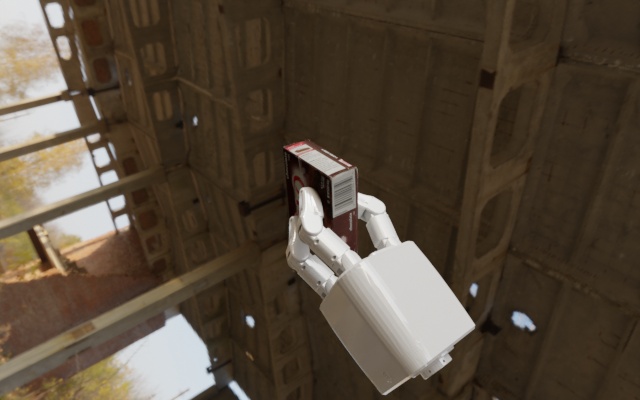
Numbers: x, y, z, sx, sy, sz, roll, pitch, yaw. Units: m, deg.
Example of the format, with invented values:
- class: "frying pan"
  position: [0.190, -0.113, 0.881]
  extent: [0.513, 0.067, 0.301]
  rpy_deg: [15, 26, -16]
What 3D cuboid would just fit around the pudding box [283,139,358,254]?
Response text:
- class: "pudding box"
  position: [0.000, 0.002, 0.519]
  extent: [0.039, 0.114, 0.090]
  rpy_deg: [-21, 36, -30]
